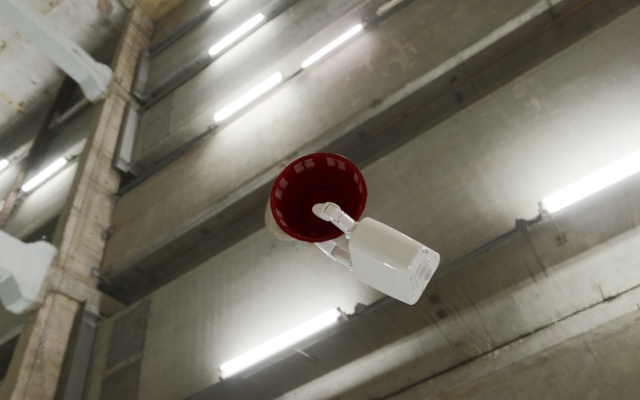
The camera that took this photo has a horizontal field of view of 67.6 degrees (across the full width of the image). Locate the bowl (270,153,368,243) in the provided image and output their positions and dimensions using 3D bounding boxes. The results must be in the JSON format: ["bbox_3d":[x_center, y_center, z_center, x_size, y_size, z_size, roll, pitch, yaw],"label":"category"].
[{"bbox_3d":[-0.001,0.002,0.802,0.162,0.162,0.055,0,-24,11],"label":"bowl"}]
